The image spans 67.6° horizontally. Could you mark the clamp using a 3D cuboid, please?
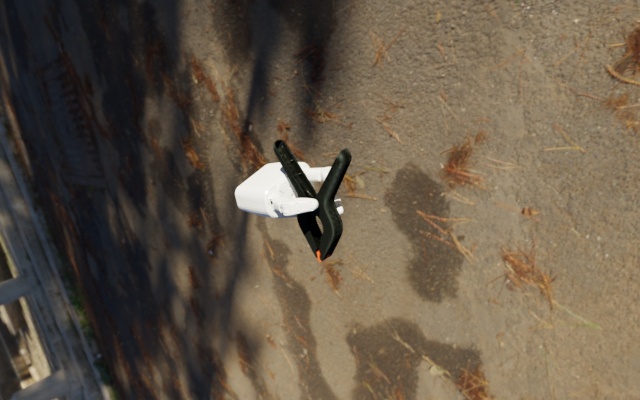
[{"bbox_3d":[-0.001,0.003,0.769,0.036,0.210,0.164,-25,20,-38],"label":"clamp"}]
